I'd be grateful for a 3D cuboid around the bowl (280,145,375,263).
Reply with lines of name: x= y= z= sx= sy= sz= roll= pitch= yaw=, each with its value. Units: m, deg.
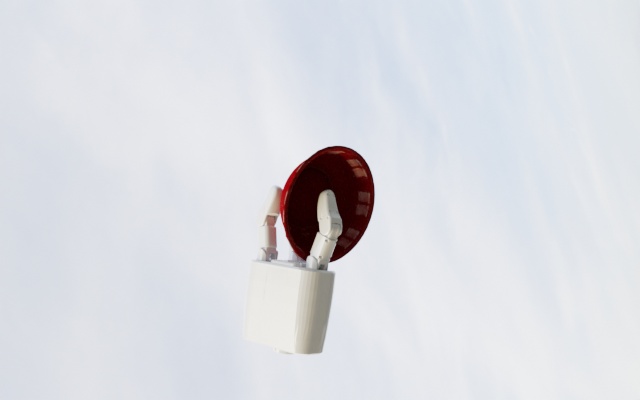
bowl: x=0.000 y=0.001 z=0.651 sx=0.162 sy=0.162 sz=0.055 roll=0 pitch=12 yaw=-41
